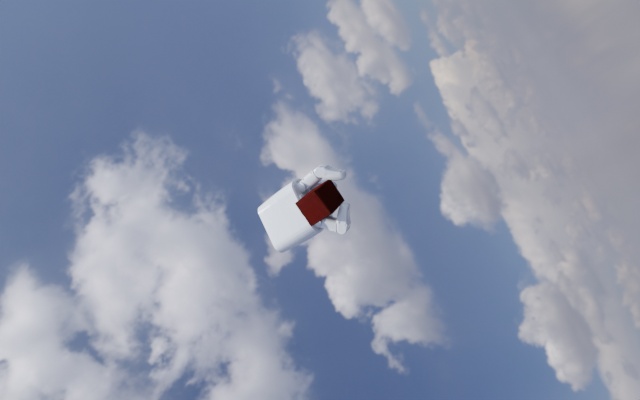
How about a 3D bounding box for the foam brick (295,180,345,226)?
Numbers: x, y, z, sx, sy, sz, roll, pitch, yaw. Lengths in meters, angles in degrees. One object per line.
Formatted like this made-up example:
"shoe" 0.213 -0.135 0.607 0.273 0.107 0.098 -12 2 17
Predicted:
"foam brick" 0.000 0.003 0.876 0.051 0.053 0.078 -32 4 28
